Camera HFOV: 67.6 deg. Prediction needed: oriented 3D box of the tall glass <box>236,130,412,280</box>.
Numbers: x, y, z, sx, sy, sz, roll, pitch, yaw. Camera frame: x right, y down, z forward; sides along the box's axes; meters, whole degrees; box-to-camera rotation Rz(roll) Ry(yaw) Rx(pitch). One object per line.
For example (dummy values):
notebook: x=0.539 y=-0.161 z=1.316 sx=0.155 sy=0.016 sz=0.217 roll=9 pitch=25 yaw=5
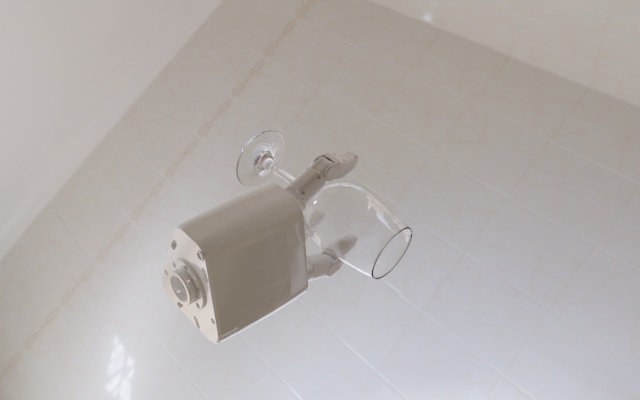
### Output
tall glass: x=0.000 y=0.001 z=0.514 sx=0.201 sy=0.079 sz=0.079 roll=35 pitch=19 yaw=29
